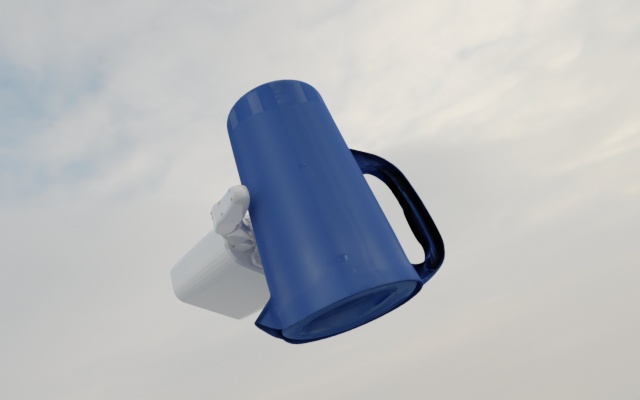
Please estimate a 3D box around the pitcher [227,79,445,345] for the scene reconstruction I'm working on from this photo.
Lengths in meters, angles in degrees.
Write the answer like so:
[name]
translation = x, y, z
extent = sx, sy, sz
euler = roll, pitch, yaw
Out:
[pitcher]
translation = 0.000, 0.002, 0.467
extent = 0.145, 0.242, 0.149
euler = -37, -29, 29
